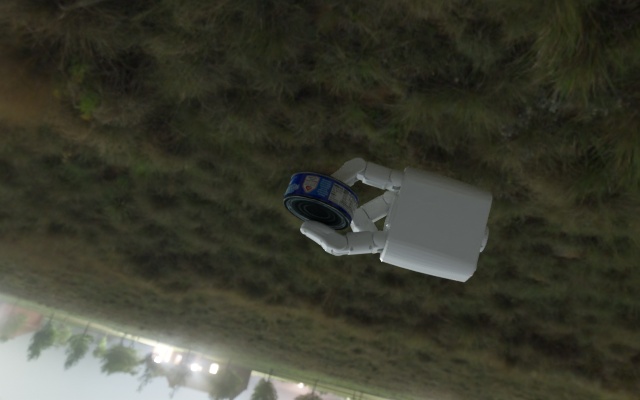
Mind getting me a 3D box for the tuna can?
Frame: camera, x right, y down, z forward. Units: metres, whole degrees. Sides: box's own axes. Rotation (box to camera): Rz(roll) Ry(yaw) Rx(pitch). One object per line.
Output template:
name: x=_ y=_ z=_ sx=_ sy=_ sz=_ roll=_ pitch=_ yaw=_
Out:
tuna can: x=0.000 y=0.002 z=0.560 sx=0.086 sy=0.033 sz=0.086 roll=18 pitch=-22 yaw=8
